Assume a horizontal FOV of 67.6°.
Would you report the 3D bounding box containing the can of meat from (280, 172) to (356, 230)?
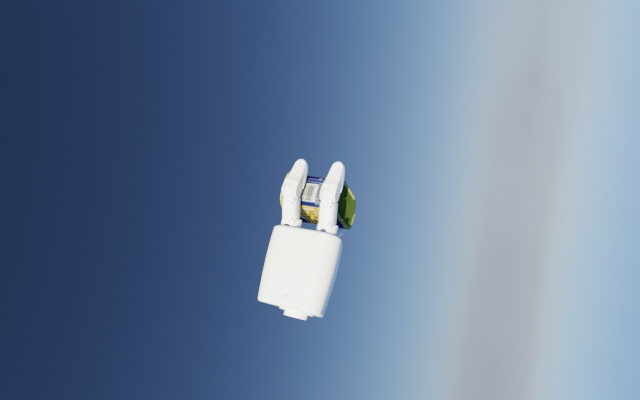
[{"bbox_3d":[0.000,0.002,0.709,0.084,0.057,0.102,8,-19,22],"label":"can of meat"}]
